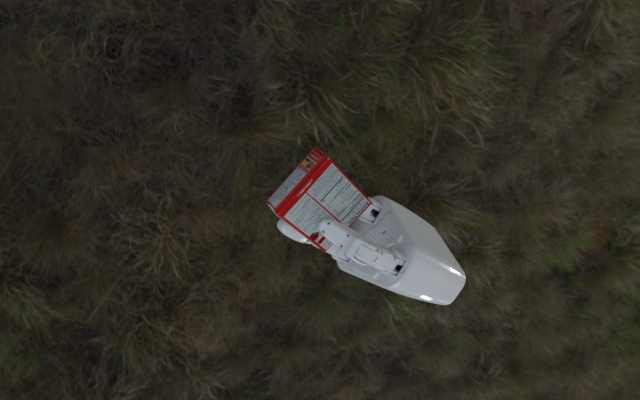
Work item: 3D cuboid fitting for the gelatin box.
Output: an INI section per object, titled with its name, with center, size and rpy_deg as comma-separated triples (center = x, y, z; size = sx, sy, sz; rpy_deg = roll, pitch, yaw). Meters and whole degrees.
[gelatin box]
center = 0.000, 0.002, 0.480
size = 0.089, 0.073, 0.030
rpy_deg = 42, 1, -43
